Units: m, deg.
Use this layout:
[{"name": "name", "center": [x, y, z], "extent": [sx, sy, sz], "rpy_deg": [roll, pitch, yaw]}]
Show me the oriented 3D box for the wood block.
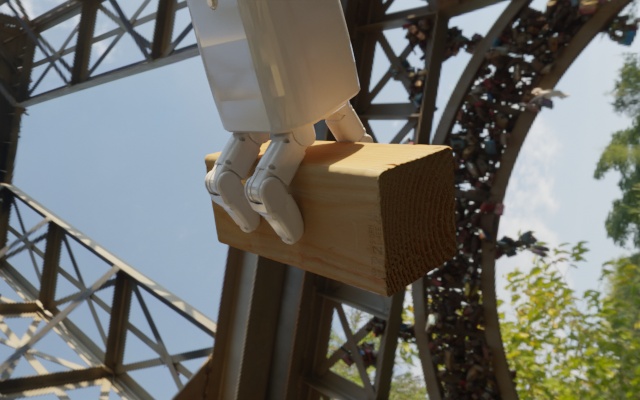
[{"name": "wood block", "center": [0.000, 0.001, 0.407], "extent": [0.091, 0.090, 0.206], "rpy_deg": [-20, 21, -41]}]
